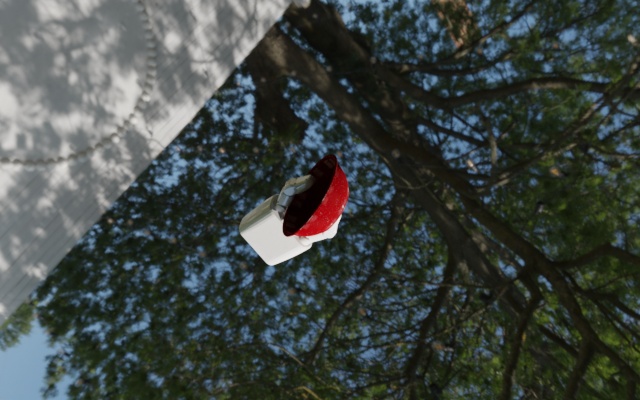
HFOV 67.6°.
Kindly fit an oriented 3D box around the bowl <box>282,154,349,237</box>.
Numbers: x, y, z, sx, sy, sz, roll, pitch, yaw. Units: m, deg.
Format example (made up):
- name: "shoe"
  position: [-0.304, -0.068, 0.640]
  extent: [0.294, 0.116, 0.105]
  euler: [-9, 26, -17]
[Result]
- name: "bowl"
  position: [0.001, 0.002, 0.819]
  extent: [0.055, 0.162, 0.162]
  euler: [31, -10, -18]
